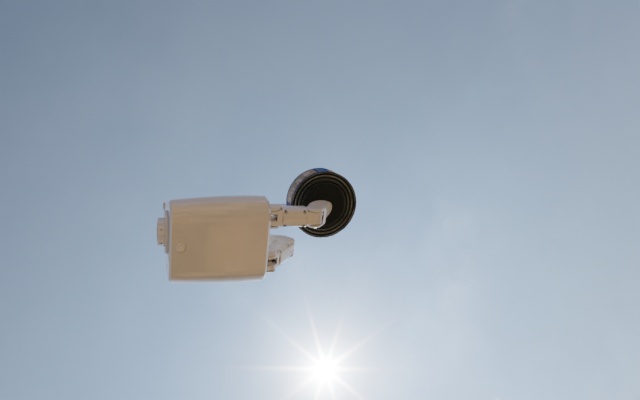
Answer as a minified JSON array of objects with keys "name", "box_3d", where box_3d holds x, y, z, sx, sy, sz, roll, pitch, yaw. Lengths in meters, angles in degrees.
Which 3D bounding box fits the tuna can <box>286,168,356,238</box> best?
[{"name":"tuna can","box_3d":[0.000,0.002,0.612,0.086,0.086,0.033,0,14,-19]}]
